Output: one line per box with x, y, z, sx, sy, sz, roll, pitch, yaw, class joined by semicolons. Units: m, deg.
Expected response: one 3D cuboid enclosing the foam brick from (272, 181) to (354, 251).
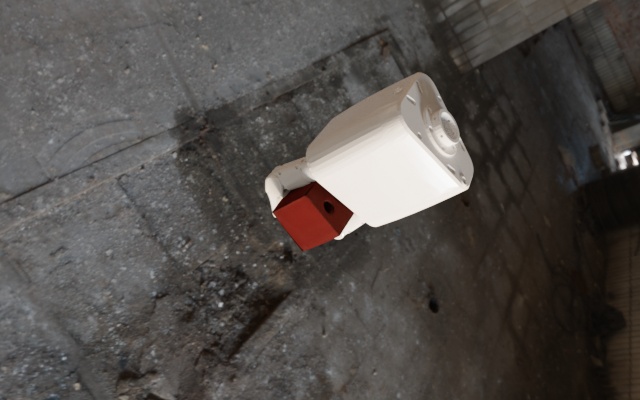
0.000;0.002;0.476;0.051;0.053;0.078;-25;20;40;foam brick
